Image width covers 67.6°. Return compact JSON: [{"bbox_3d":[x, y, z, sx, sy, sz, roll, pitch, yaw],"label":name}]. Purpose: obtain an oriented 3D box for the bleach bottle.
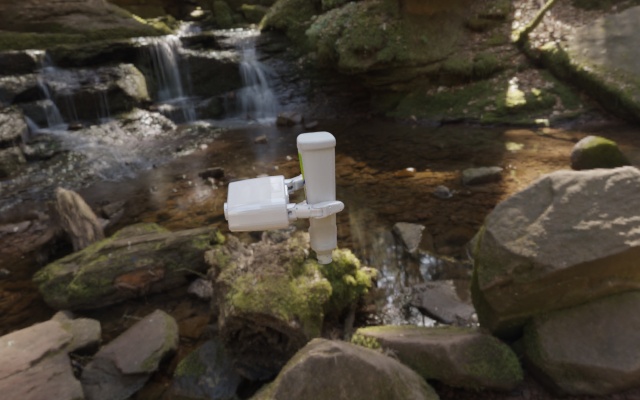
[{"bbox_3d":[0.000,0.003,0.900,0.068,0.251,0.102,-6,17,-4],"label":"bleach bottle"}]
